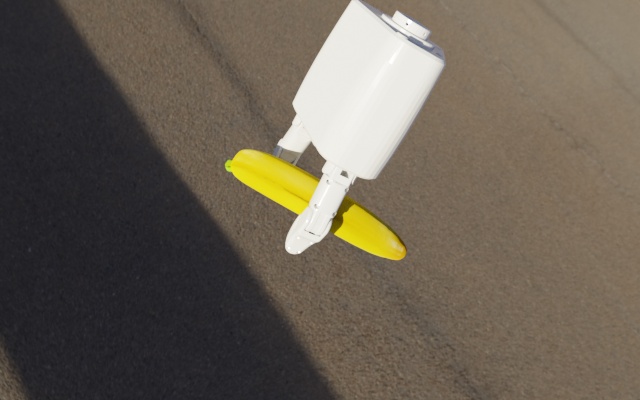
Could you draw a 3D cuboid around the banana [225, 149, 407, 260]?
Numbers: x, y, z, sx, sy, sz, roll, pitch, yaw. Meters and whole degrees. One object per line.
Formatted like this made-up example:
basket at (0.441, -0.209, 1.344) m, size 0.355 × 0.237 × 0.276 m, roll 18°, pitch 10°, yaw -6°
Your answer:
banana at (-0.005, 0.000, 0.438) m, size 0.198 × 0.037 × 0.069 m, roll 29°, pitch 2°, yaw 5°
